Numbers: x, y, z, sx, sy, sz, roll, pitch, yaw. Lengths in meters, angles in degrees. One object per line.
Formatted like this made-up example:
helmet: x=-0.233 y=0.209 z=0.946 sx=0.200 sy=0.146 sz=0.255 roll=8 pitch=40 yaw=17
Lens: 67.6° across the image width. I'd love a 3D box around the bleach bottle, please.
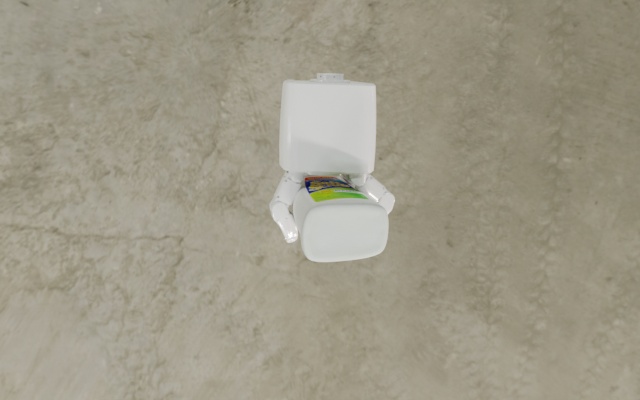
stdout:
bleach bottle: x=0.000 y=0.002 z=0.631 sx=0.102 sy=0.068 sz=0.250 roll=-2 pitch=16 yaw=-14
